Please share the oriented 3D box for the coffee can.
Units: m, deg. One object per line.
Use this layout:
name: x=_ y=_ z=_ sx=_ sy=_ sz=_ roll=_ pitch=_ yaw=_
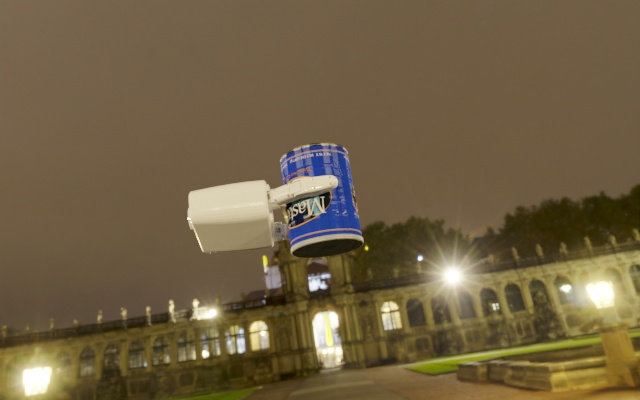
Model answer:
coffee can: x=0.000 y=0.002 z=0.688 sx=0.103 sy=0.140 sz=0.103 roll=-8 pitch=-18 yaw=-3
